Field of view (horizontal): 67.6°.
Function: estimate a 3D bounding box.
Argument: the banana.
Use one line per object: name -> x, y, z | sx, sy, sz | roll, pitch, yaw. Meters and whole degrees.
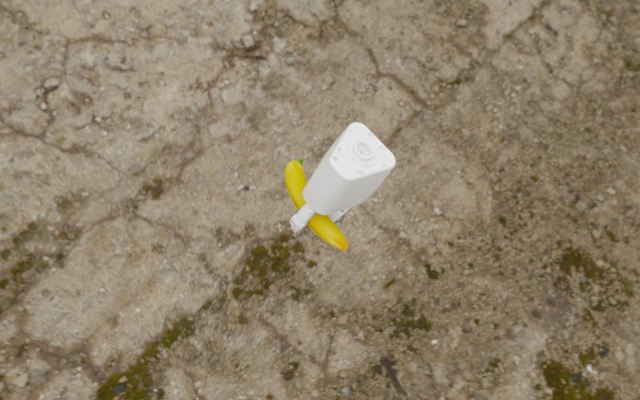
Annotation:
banana -> -0.016, 0.001, 0.817 | 0.069, 0.197, 0.037 | -6, -30, -40
